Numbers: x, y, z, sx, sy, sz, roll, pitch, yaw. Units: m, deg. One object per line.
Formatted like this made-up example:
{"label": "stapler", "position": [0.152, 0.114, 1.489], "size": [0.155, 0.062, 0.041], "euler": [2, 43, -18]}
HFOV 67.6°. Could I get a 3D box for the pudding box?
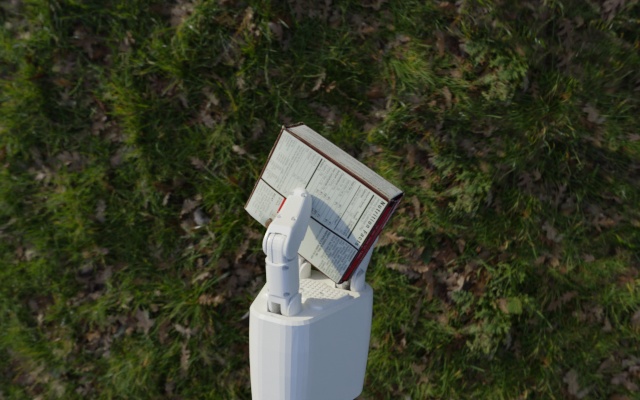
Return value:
{"label": "pudding box", "position": [0.000, 0.001, 0.403], "size": [0.113, 0.090, 0.039], "euler": [36, 24, 14]}
